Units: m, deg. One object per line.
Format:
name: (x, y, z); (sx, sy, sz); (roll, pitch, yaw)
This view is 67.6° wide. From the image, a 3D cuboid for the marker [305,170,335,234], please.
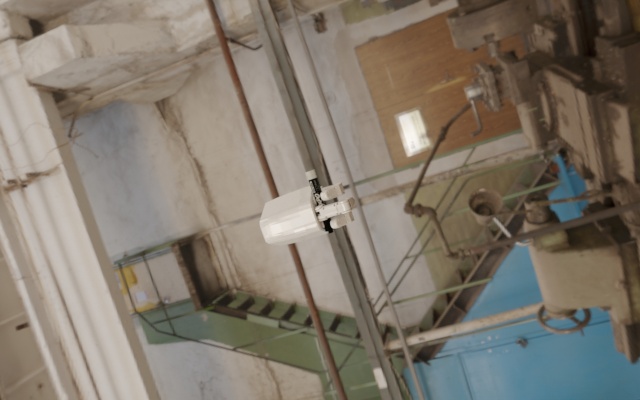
marker: (0.000, 0.003, 0.878); (0.020, 0.121, 0.020); (-19, 5, 2)
